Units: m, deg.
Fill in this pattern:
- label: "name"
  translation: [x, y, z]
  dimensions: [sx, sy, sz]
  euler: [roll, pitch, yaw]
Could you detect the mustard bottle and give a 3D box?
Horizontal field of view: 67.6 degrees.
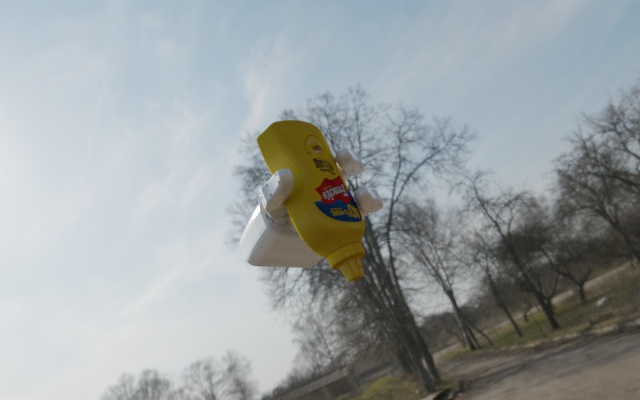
- label: "mustard bottle"
  translation: [0.000, 0.001, 0.539]
  dimensions: [0.058, 0.191, 0.096]
  euler: [-36, -23, 29]
